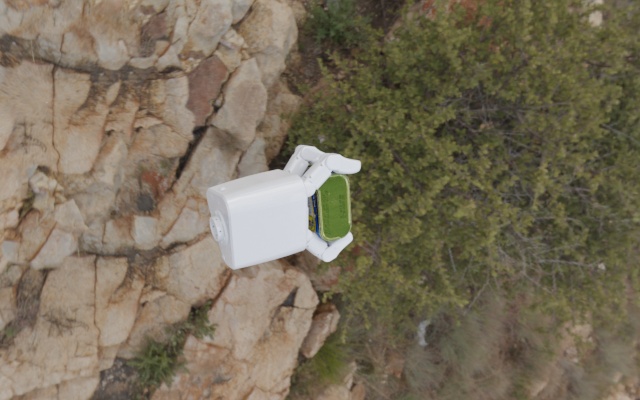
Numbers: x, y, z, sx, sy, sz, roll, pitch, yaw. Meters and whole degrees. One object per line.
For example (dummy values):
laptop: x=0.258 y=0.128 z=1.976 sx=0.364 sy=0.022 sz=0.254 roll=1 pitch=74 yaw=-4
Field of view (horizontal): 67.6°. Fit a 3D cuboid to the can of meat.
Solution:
can of meat: x=0.000 y=0.002 z=0.692 sx=0.057 sy=0.102 sz=0.084 roll=-12 pitch=16 yaw=-27
